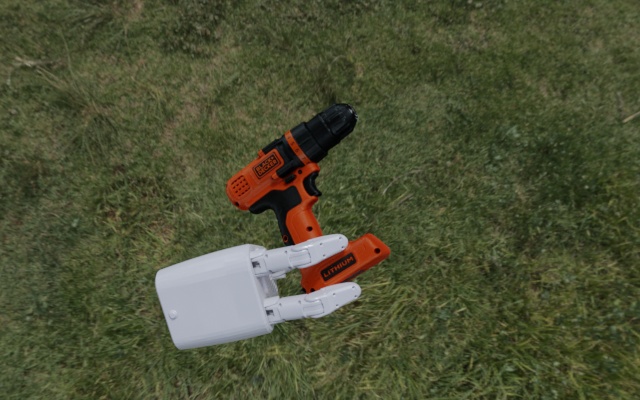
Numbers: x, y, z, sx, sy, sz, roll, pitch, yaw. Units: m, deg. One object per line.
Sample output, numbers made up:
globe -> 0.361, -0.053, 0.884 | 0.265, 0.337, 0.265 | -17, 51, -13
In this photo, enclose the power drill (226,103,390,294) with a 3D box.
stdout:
power drill -> 0.000, 0.002, 0.554 | 0.184, 0.187, 0.057 | -36, -17, 13
